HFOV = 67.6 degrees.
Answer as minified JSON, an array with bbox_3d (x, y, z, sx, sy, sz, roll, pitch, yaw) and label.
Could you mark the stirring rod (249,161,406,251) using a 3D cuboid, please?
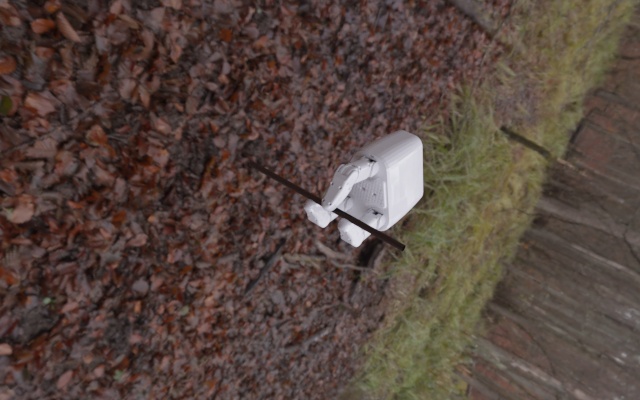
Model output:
[{"bbox_3d":[0.000,0.002,0.593,0.239,0.011,0.011,29,14,26],"label":"stirring rod"}]
